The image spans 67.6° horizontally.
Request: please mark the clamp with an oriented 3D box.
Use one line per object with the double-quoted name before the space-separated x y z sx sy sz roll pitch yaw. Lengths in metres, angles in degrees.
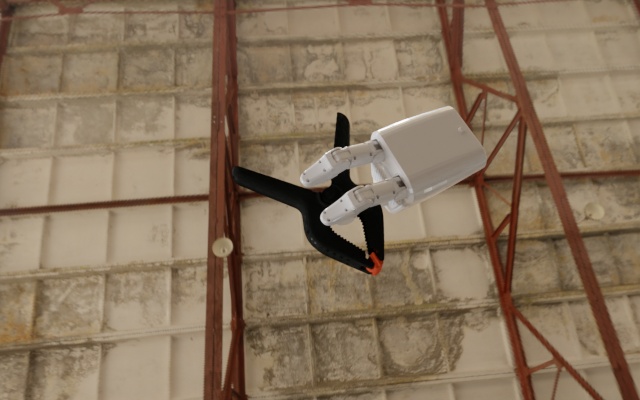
"clamp" 0.001 0.003 0.566 0.164 0.210 0.036 -24 -24 -9
